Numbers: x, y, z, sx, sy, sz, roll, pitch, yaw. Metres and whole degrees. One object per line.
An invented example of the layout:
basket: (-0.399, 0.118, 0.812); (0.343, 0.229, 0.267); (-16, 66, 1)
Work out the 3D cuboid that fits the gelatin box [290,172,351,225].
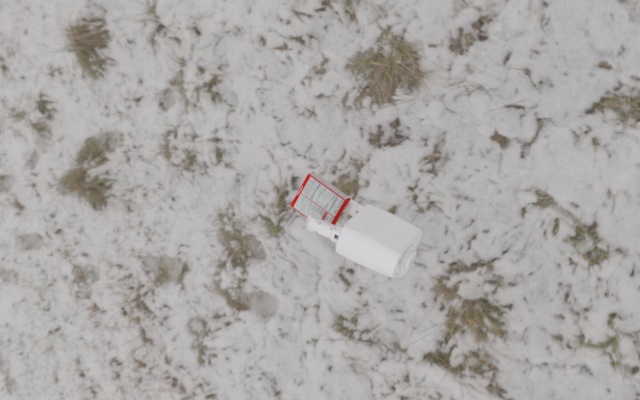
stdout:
gelatin box: (0.000, 0.003, 0.864); (0.089, 0.073, 0.030); (36, 23, 13)
